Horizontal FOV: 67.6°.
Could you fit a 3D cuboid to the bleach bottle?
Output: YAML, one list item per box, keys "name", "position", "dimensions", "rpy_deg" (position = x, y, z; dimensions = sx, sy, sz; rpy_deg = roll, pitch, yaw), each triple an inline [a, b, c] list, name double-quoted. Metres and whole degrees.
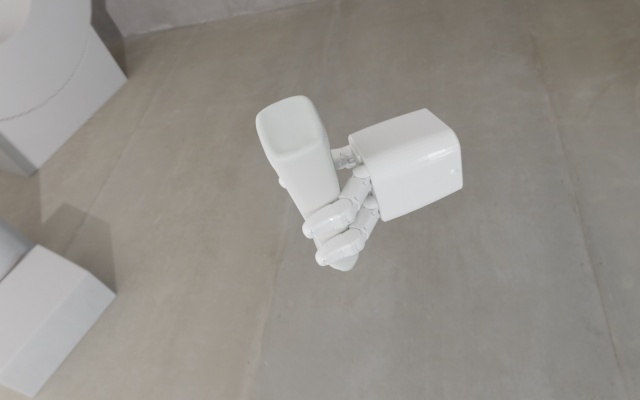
- name: "bleach bottle"
  position: [0.000, 0.002, 0.584]
  dimensions: [0.068, 0.102, 0.251]
  rpy_deg: [-22, -43, 0]
